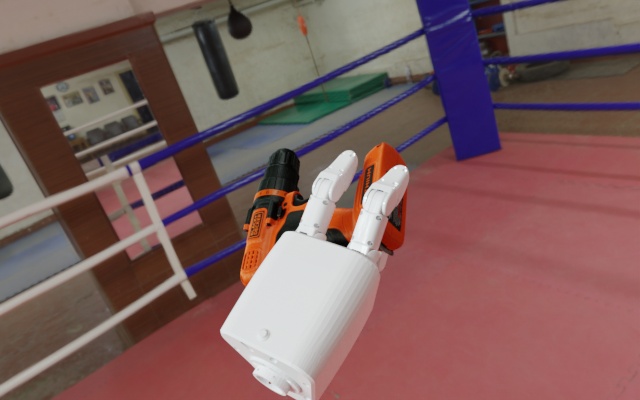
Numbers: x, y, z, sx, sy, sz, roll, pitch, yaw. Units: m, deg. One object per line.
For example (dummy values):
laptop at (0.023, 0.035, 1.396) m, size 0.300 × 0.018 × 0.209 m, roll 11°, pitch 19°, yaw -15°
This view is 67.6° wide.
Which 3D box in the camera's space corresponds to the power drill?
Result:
power drill at (0.000, 0.002, 0.516) m, size 0.188 × 0.184 × 0.057 m, roll -17°, pitch -37°, yaw 36°
